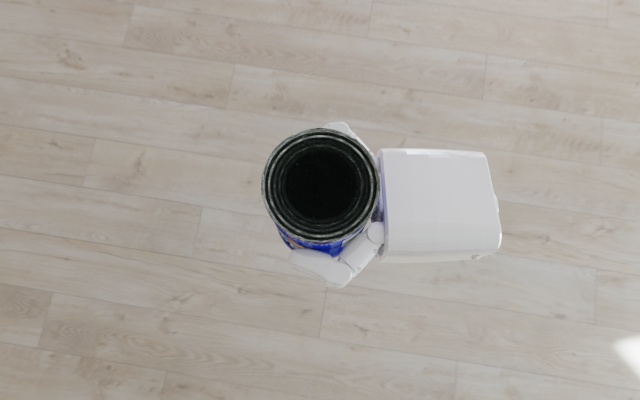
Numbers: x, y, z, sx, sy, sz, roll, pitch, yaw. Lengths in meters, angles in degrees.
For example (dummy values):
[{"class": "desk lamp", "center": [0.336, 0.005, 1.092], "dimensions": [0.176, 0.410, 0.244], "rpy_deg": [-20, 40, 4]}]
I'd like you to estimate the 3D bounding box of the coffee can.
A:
[{"class": "coffee can", "center": [0.000, 0.002, 0.475], "dimensions": [0.103, 0.102, 0.140], "rpy_deg": [0, -13, 0]}]
